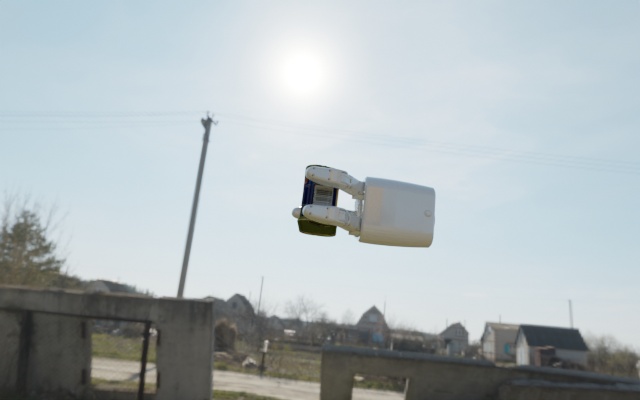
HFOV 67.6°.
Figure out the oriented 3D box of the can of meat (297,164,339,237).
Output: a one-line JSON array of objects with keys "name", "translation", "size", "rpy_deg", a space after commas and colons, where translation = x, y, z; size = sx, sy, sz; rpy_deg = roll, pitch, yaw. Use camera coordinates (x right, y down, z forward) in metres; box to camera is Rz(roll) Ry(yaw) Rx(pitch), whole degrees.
[{"name": "can of meat", "translation": [0.000, 0.002, 0.711], "size": [0.057, 0.084, 0.102], "rpy_deg": [6, -15, 2]}]
